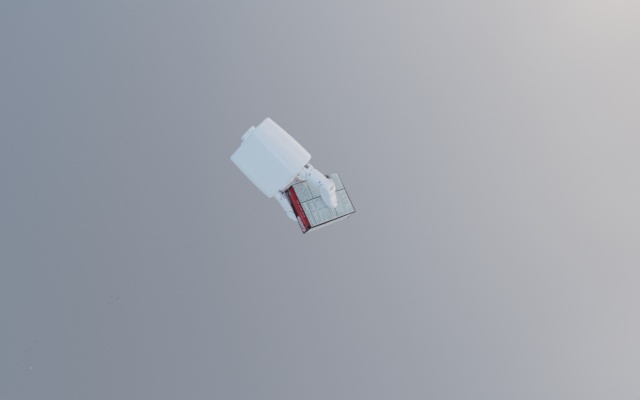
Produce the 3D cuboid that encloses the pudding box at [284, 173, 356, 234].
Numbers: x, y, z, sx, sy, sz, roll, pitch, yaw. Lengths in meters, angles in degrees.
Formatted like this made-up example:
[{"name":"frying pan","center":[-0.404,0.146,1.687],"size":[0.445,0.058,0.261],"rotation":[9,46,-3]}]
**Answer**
[{"name":"pudding box","center":[0.000,0.003,0.899],"size":[0.113,0.090,0.039],"rotation":[-18,-10,-32]}]
